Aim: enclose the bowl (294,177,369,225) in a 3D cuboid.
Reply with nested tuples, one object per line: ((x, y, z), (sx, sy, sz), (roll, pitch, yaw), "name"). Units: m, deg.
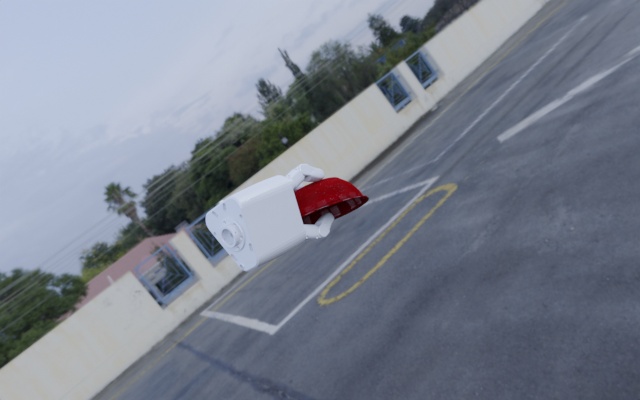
((0.001, 0.002, 0.834), (0.162, 0.055, 0.162), (-20, -12, -4), "bowl")
